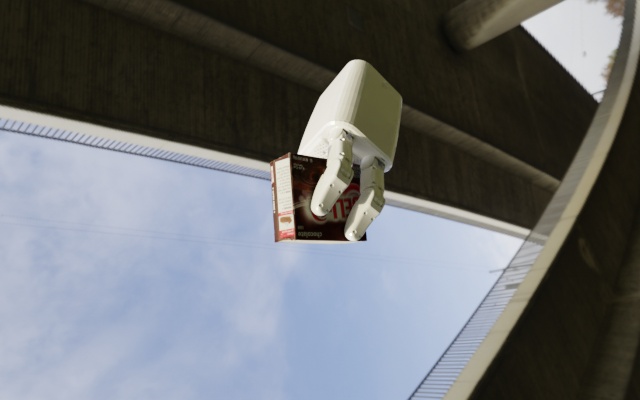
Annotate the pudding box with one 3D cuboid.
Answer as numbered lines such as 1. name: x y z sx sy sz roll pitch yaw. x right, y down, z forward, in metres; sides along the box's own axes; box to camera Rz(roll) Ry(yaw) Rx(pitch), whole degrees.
1. pudding box: 0.000 0.002 0.520 0.113 0.090 0.039 4 -14 -42
